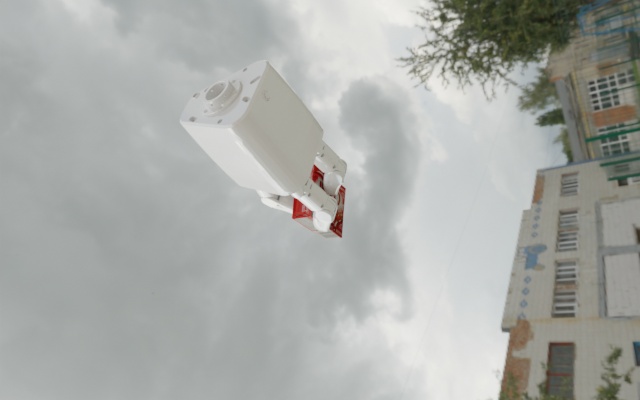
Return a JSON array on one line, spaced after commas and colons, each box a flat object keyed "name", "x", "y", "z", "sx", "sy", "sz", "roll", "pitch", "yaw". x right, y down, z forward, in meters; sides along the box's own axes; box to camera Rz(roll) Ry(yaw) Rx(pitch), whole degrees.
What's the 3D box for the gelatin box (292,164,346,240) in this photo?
[{"name": "gelatin box", "x": 0.000, "y": 0.002, "z": 0.615, "sx": 0.030, "sy": 0.073, "sz": 0.089, "roll": -7, "pitch": -25, "yaw": 28}]
